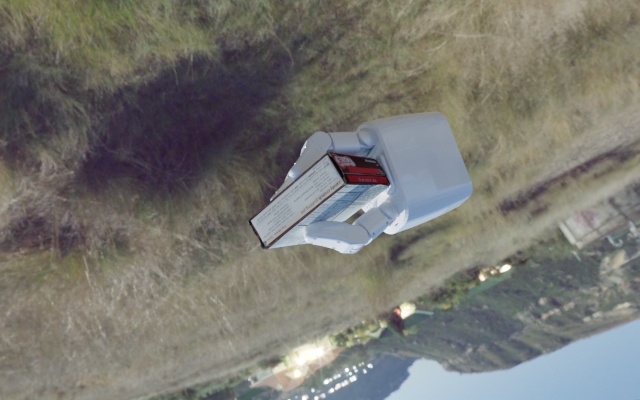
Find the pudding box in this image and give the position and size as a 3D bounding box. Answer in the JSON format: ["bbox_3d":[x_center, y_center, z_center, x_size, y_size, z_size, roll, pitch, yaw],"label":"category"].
[{"bbox_3d":[0.000,0.002,0.459,0.113,0.039,0.090,-41,-21,26],"label":"pudding box"}]
